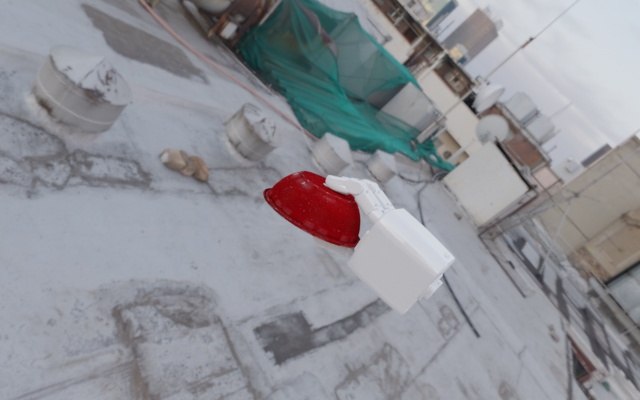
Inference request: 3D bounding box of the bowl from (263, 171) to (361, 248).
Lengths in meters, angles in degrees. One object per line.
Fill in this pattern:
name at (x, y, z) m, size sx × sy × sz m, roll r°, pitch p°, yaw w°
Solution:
bowl at (-0.001, 0.001, 0.696) m, size 0.162 × 0.055 × 0.162 m, roll 27°, pitch 13°, yaw -7°
